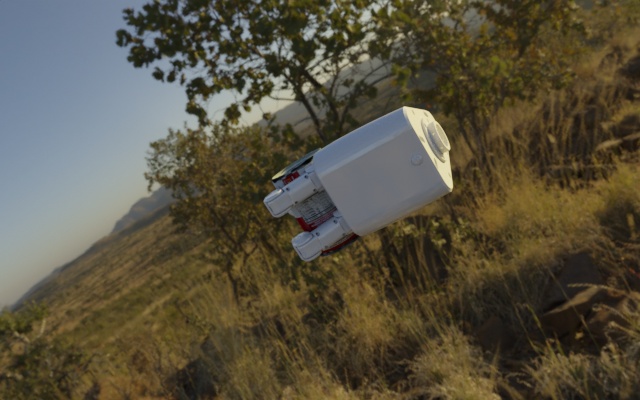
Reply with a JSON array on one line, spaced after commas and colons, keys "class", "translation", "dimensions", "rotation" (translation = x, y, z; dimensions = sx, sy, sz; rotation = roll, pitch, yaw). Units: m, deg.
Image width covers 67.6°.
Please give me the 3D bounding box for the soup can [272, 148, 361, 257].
[{"class": "soup can", "translation": [0.000, 0.002, 0.532], "dimensions": [0.068, 0.102, 0.068], "rotation": [-32, 10, 6]}]
